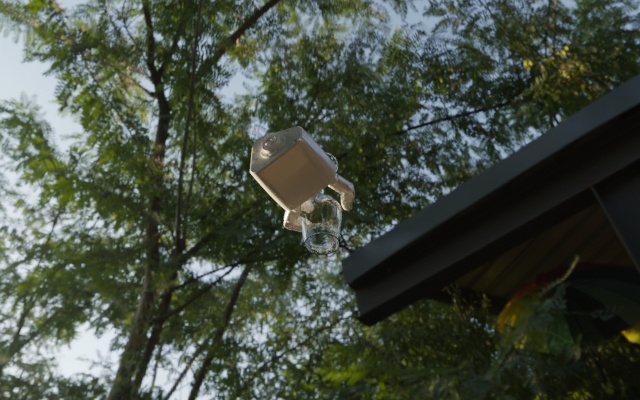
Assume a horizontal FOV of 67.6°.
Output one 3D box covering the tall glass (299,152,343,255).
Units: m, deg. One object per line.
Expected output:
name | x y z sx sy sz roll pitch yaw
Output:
tall glass | 0.000 0.002 0.882 0.079 0.200 0.079 -1 -43 -1
